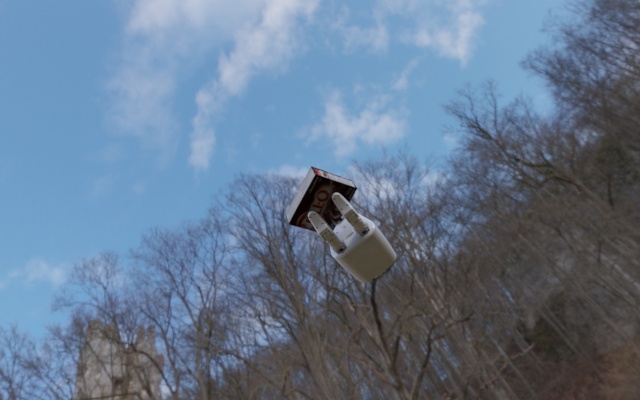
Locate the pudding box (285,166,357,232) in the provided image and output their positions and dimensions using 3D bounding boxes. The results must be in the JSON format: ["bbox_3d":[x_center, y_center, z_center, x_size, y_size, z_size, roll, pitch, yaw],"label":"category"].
[{"bbox_3d":[0.000,0.003,0.873,0.090,0.113,0.039,17,23,-28],"label":"pudding box"}]
